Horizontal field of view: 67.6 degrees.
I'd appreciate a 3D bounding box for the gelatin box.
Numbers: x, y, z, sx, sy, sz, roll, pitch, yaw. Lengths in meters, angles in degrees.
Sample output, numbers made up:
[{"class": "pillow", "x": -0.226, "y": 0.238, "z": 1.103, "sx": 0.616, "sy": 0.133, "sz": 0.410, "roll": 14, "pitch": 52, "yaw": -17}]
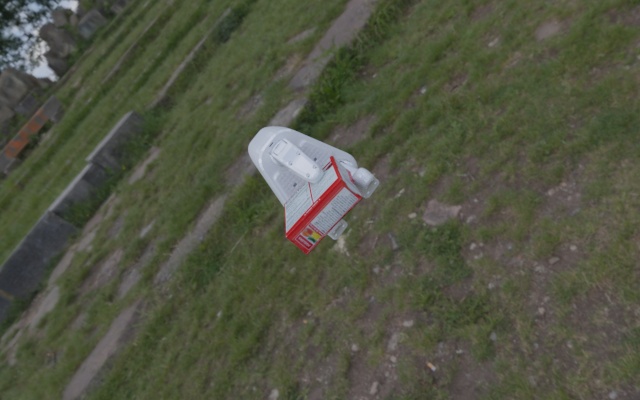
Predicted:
[{"class": "gelatin box", "x": 0.000, "y": 0.001, "z": 0.456, "sx": 0.030, "sy": 0.073, "sz": 0.089, "roll": 41, "pitch": 11, "yaw": -16}]
